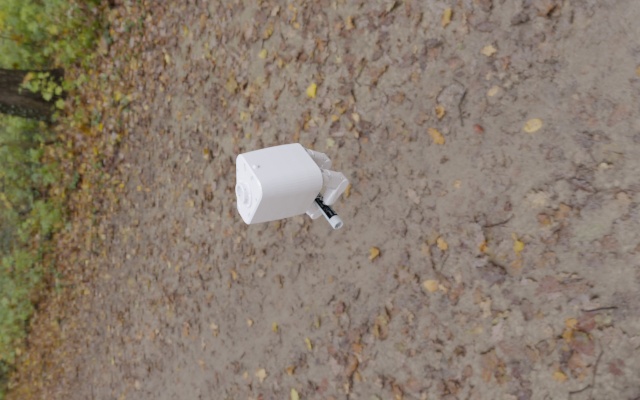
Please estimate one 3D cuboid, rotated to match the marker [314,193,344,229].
[{"bbox_3d":[0.000,0.003,0.817,0.020,0.020,0.121,0,40,-40],"label":"marker"}]
